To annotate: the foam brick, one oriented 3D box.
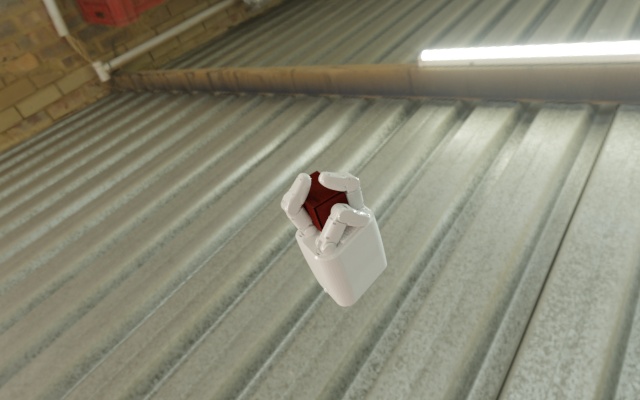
[{"bbox_3d":[0.000,0.002,0.690,0.053,0.051,0.078,-32,36,-14],"label":"foam brick"}]
